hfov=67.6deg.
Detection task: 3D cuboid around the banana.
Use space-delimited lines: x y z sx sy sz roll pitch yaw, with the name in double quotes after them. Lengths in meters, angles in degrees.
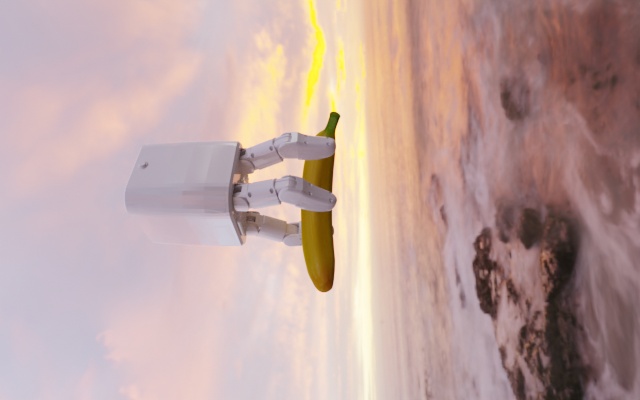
-0.002 0.004 0.520 0.037 0.197 0.070 4 -19 -6 "banana"
